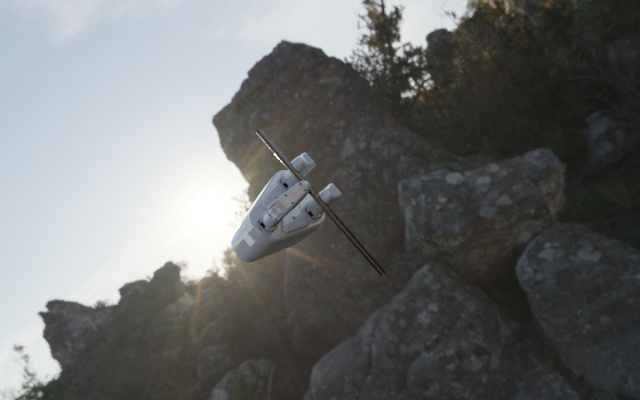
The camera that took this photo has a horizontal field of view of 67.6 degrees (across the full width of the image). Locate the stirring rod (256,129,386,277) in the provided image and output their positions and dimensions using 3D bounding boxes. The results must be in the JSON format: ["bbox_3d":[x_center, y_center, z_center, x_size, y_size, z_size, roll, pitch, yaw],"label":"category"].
[{"bbox_3d":[0.000,0.002,0.602,0.011,0.239,0.011,-41,-2,-2],"label":"stirring rod"}]
